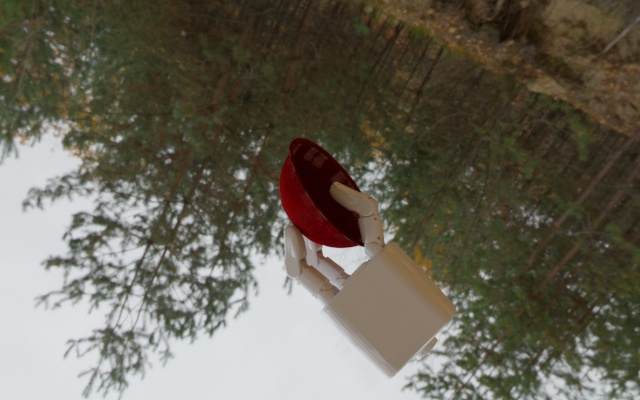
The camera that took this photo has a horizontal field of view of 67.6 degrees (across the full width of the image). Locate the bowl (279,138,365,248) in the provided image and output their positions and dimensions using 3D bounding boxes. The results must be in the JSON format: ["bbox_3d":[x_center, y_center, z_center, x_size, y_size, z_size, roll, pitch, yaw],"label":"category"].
[{"bbox_3d":[-0.001,0.001,0.594,0.055,0.162,0.162,-36,-16,22],"label":"bowl"}]
